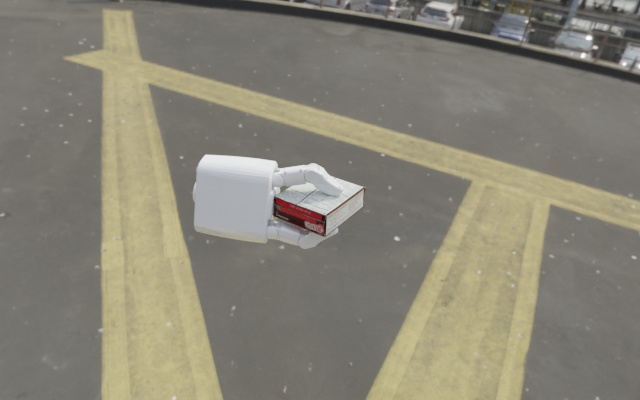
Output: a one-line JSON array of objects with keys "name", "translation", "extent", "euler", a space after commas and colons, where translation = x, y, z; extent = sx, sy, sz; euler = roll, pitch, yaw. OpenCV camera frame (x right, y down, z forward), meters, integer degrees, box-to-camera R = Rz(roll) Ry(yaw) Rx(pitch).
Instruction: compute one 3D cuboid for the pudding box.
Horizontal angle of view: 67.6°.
[{"name": "pudding box", "translation": [0.000, 0.002, 0.690], "extent": [0.090, 0.039, 0.113], "euler": [21, 35, 27]}]
